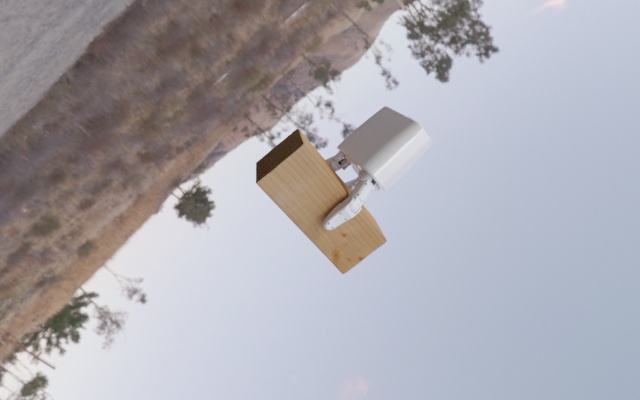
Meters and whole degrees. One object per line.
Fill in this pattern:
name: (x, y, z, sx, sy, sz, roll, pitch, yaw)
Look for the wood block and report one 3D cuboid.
wood block: (0.001, 0.002, 0.742, 0.090, 0.206, 0.090, -38, 23, 9)
